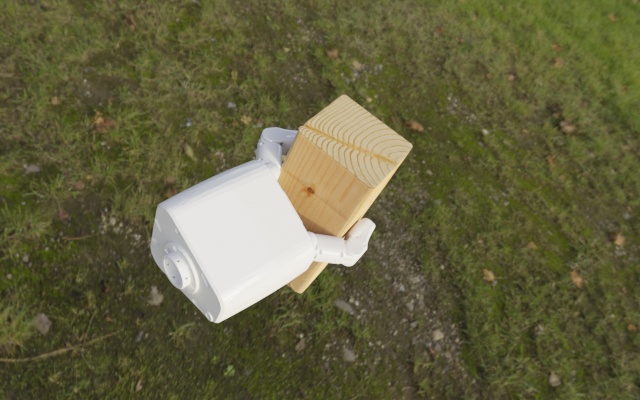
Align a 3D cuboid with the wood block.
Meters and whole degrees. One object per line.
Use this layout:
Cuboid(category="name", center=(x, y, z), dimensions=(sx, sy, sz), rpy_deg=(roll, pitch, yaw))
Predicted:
Cuboid(category="wood block", center=(0.000, 0.002, 0.526), dimensions=(0.090, 0.091, 0.206), rpy_deg=(-45, -10, -42))
